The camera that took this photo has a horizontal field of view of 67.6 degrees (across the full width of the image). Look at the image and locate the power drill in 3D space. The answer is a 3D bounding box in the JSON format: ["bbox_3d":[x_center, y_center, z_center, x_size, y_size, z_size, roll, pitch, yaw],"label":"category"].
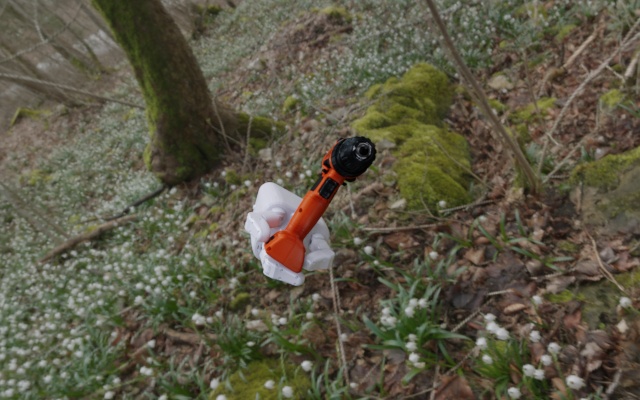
[{"bbox_3d":[0.000,0.002,0.626,0.057,0.187,0.184,35,-5,-4],"label":"power drill"}]
